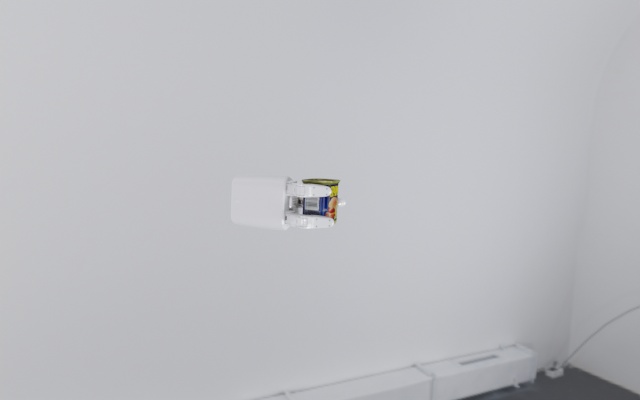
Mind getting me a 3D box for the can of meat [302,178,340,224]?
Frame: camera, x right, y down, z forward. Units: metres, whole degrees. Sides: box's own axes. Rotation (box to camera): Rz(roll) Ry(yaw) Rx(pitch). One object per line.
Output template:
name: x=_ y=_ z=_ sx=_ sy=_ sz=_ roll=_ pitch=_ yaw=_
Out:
can of meat: x=0.000 y=0.003 z=0.884 sx=0.057 sy=0.084 sz=0.102 roll=4 pitch=5 yaw=13
